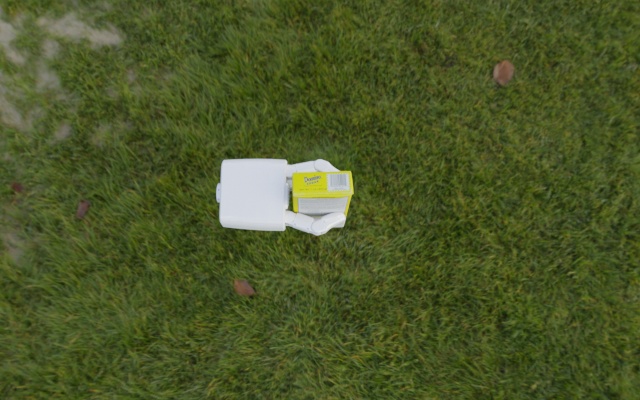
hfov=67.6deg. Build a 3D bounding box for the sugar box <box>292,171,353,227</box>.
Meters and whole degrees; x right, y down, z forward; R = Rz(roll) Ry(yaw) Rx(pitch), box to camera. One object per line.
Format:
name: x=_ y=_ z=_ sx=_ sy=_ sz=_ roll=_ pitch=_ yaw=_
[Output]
sugar box: x=0.000 y=0.002 z=0.804 sx=0.093 sy=0.048 sz=0.176 roll=-1 pitch=-17 yaw=-3
